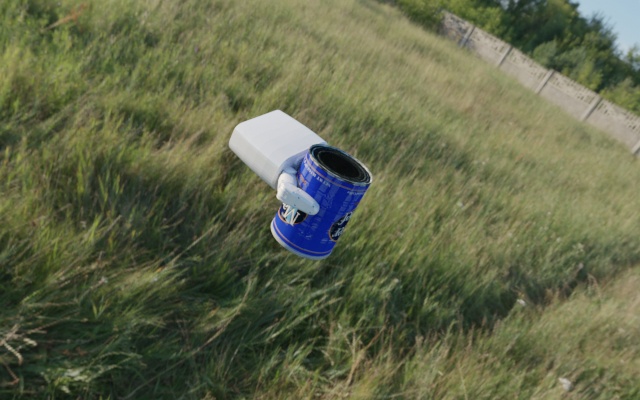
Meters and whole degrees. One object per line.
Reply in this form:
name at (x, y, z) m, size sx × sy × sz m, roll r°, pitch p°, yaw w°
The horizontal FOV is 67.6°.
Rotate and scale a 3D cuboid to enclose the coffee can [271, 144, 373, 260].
coffee can at (0.000, 0.003, 0.708) m, size 0.103 × 0.140 × 0.102 m, roll 23°, pitch 27°, yaw -12°
